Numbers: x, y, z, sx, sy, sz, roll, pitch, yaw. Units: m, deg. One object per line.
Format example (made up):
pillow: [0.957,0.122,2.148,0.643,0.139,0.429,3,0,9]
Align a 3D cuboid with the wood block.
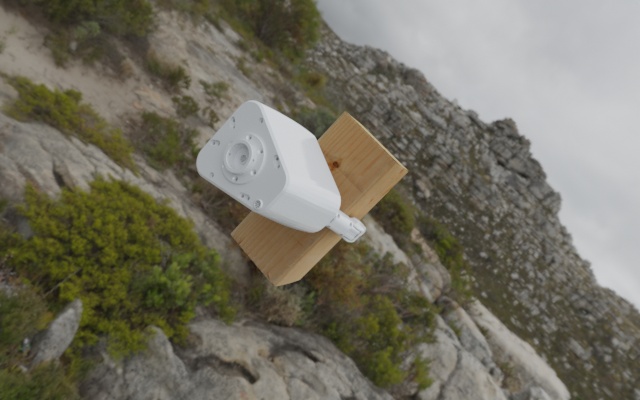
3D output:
wood block: [0.000,0.002,0.599,0.206,0.091,0.090,-46,-16,11]
